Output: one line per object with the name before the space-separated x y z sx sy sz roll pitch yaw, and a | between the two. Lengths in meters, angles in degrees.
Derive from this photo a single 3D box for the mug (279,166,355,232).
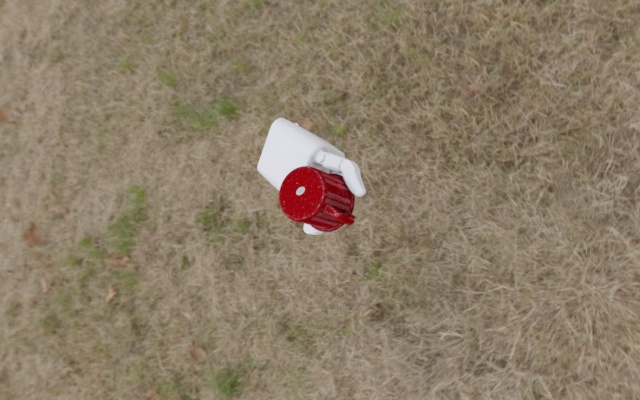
mug | 0.001 0.003 0.702 0.117 0.093 0.081 37 10 31
